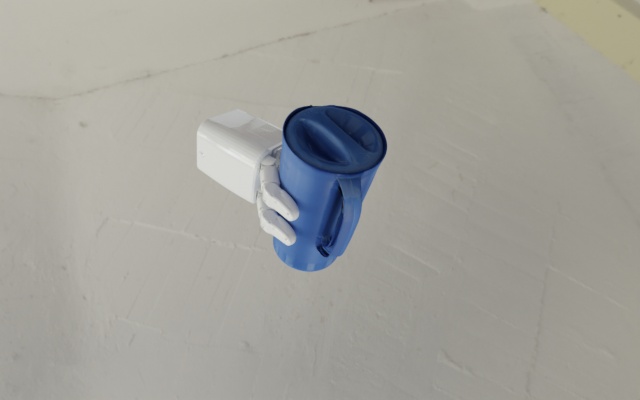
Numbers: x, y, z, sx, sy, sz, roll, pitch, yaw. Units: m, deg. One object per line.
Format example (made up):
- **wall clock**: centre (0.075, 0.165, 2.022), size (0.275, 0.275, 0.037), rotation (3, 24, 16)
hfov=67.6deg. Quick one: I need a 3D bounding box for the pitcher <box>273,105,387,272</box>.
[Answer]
- **pitcher**: centre (0.000, 0.002, 0.670), size (0.145, 0.243, 0.149), rotation (29, 49, 13)
